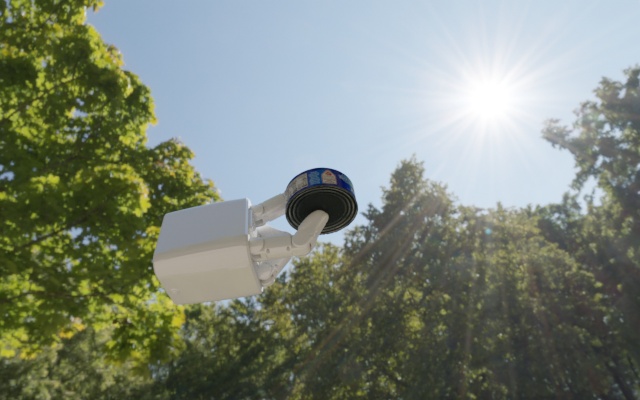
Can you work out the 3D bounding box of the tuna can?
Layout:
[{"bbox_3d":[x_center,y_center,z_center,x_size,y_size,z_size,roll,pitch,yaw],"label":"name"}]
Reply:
[{"bbox_3d":[0.000,0.001,0.568,0.086,0.033,0.086,-4,-43,-4],"label":"tuna can"}]
